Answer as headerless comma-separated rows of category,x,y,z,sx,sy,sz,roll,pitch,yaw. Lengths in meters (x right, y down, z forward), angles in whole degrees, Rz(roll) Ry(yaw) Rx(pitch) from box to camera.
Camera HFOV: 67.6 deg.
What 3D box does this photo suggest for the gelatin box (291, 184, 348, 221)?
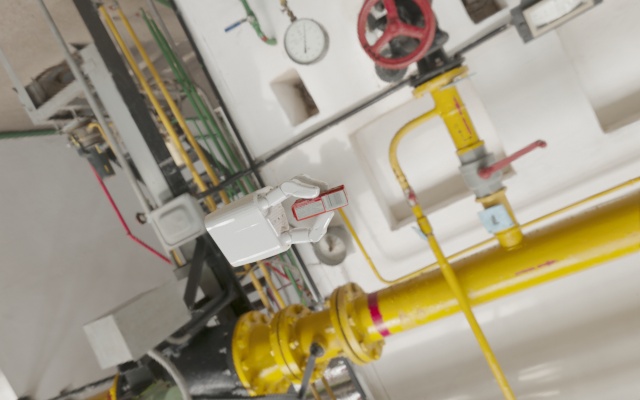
gelatin box,0.001,0.003,0.779,0.089,0.030,0.073,-18,6,6
